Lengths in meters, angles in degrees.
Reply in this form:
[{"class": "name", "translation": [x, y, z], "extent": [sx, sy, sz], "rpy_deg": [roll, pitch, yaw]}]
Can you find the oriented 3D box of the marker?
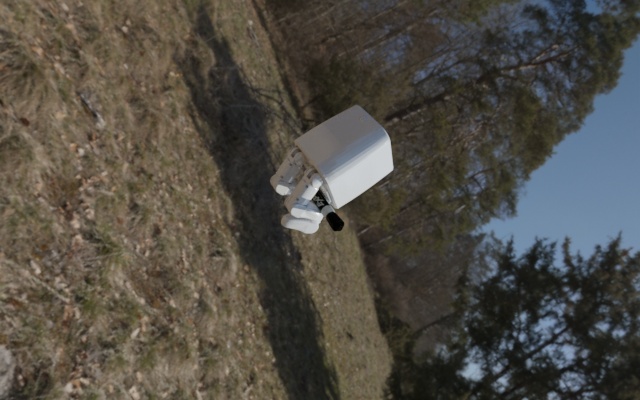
[{"class": "marker", "translation": [0.000, 0.002, 0.680], "extent": [0.020, 0.020, 0.121], "rpy_deg": [0, 36, -33]}]
